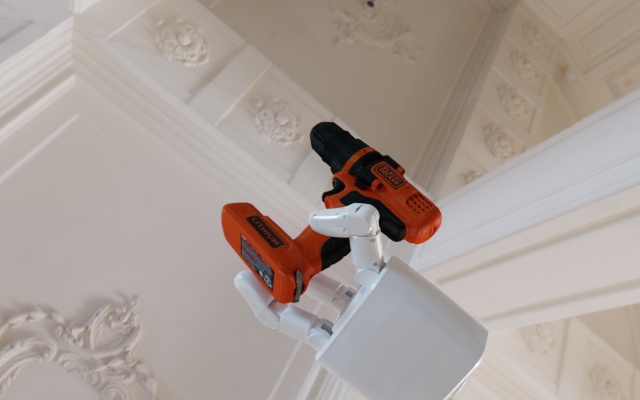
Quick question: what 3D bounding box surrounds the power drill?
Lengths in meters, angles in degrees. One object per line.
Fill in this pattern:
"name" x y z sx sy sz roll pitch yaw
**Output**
"power drill" 0.000 0.002 0.475 0.187 0.057 0.184 -29 56 -28
